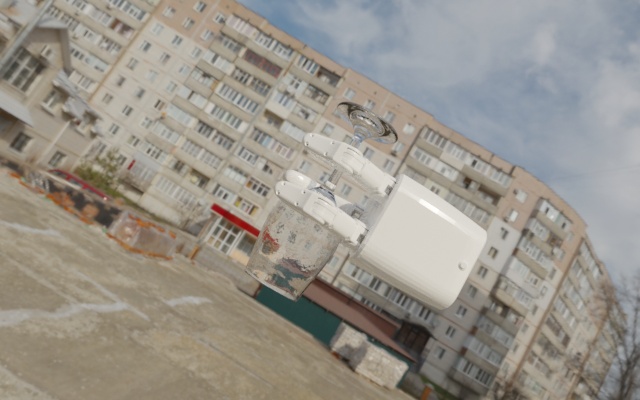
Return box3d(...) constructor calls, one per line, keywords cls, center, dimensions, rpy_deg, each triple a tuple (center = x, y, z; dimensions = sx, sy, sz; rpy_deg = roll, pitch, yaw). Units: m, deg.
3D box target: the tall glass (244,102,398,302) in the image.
box3d(cls="tall glass", center=(0.000, 0.001, 0.494), dimensions=(0.079, 0.201, 0.079), rpy_deg=(30, -9, 5))
